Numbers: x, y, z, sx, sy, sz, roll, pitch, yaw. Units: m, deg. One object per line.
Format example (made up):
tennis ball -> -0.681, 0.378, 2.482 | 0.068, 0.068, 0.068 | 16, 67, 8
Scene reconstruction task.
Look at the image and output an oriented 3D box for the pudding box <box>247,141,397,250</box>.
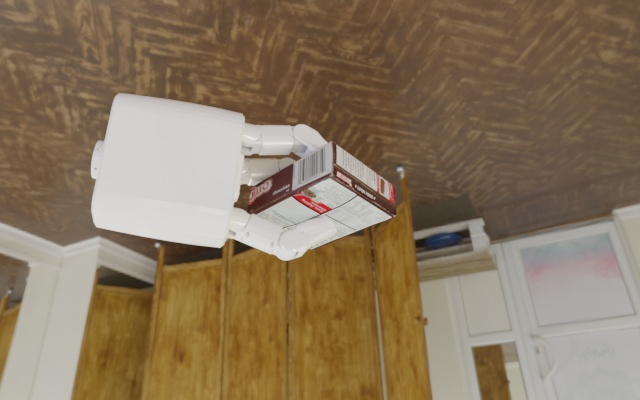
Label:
pudding box -> 0.000, 0.002, 0.447 | 0.113, 0.039, 0.090 | -24, -40, 38
